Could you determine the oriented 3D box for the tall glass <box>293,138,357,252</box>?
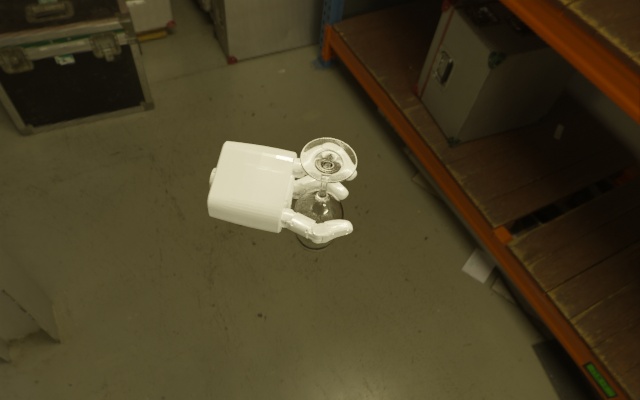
[{"bbox_3d":[0.000,0.002,0.695,0.079,0.079,0.201,0,-34,-7],"label":"tall glass"}]
